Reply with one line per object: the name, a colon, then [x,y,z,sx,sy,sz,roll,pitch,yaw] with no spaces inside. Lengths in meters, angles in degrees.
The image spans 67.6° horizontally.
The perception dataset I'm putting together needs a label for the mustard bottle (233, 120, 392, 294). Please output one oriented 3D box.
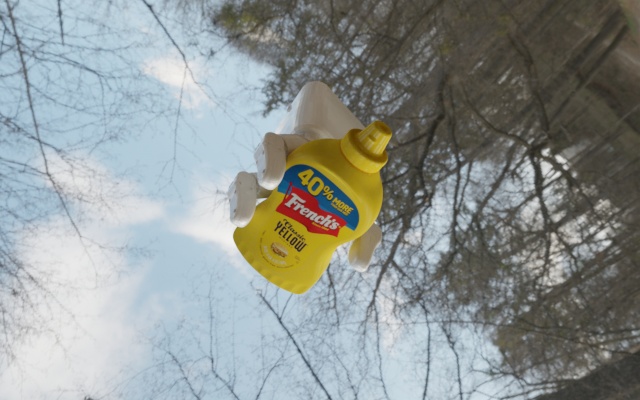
mustard bottle: [0.000,0.002,0.436,0.192,0.096,0.058,-50,-2,35]
